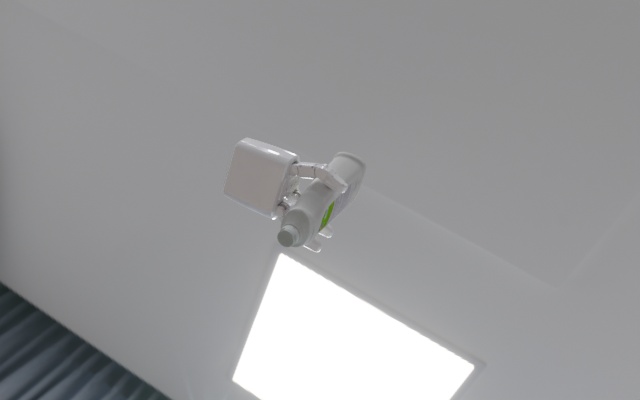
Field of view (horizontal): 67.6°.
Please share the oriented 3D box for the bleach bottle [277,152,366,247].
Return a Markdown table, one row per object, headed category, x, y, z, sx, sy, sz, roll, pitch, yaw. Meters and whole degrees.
| category | x | y | z | sx | sy | sz | roll | pitch | yaw |
| --- | --- | --- | --- | --- | --- | --- | --- | --- | --- |
| bleach bottle | 0.000 | 0.003 | 0.819 | 0.068 | 0.103 | 0.250 | 23 | 31 | 15 |
